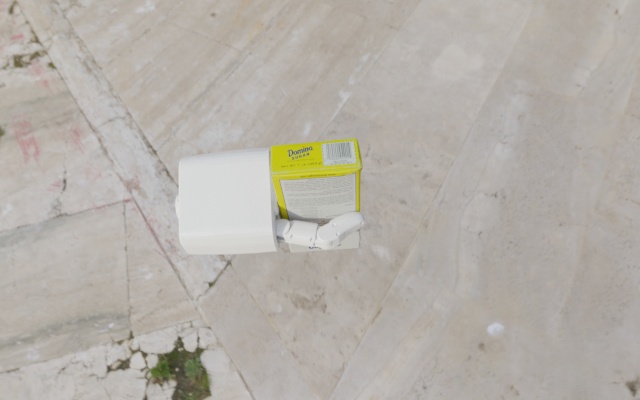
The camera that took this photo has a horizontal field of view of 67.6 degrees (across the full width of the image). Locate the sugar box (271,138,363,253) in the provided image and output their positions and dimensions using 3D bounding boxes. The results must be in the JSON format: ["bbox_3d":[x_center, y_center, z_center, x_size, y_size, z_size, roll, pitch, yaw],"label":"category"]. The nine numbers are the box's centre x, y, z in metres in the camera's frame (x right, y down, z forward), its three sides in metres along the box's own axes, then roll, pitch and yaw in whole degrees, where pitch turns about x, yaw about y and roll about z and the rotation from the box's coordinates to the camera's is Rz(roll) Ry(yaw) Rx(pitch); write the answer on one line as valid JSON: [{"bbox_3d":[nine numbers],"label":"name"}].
[{"bbox_3d":[0.000,0.001,0.556,0.093,0.048,0.176,-4,-30,1],"label":"sugar box"}]
